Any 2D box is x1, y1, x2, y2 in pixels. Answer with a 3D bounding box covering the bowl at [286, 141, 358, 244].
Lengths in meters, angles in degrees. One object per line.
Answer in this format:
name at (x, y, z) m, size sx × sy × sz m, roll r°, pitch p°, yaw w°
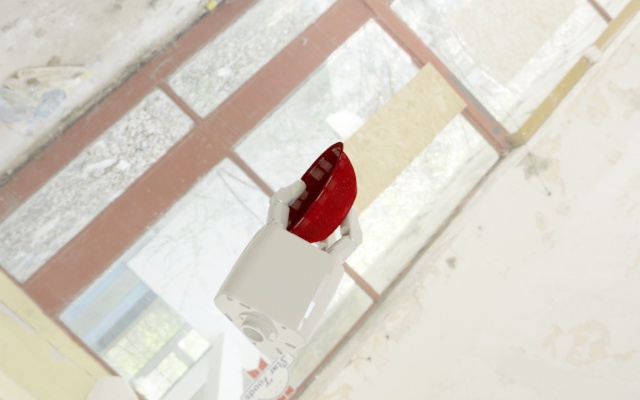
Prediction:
bowl at (0.001, 0.001, 0.637) m, size 0.055 × 0.162 × 0.162 m, roll 34°, pitch -10°, yaw -14°
